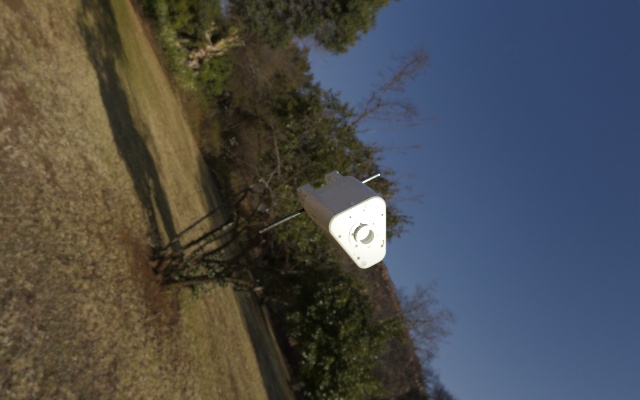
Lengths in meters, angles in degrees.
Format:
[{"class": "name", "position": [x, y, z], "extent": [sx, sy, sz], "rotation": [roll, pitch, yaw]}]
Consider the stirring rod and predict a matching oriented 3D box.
[{"class": "stirring rod", "position": [0.000, 0.003, 0.851], "extent": [0.239, 0.011, 0.011], "rotation": [-26, 5, -11]}]
